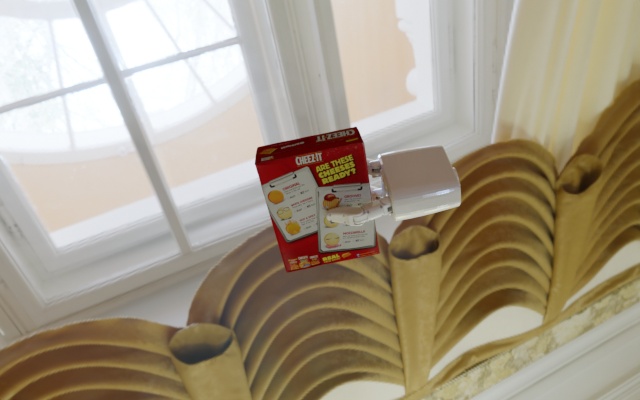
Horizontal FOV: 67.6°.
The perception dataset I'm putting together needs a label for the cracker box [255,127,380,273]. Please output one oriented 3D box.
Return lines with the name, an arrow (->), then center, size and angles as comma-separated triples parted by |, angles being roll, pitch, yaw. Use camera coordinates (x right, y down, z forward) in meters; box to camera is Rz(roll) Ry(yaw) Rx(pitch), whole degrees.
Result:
cracker box -> 0.000, 0.003, 0.772 | 0.164, 0.214, 0.072 | -12, 32, 1
